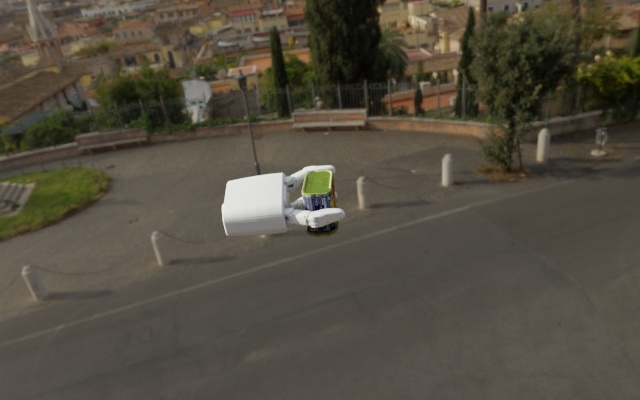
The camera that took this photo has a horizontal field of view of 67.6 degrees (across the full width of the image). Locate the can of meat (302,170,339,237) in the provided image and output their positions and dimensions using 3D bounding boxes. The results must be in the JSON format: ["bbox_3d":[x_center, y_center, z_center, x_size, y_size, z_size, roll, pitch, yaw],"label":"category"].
[{"bbox_3d":[0.000,0.003,0.852,0.057,0.084,0.102,-5,28,6],"label":"can of meat"}]
